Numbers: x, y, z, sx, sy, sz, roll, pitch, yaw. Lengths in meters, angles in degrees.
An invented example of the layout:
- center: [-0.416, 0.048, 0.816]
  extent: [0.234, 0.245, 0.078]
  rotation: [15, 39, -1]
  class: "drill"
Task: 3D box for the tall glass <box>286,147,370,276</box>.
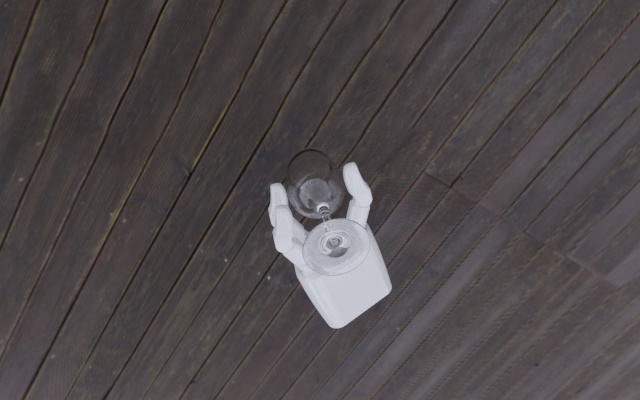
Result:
- center: [0.000, 0.002, 0.592]
  extent: [0.079, 0.079, 0.201]
  rotation: [0, 30, -12]
  class: "tall glass"
